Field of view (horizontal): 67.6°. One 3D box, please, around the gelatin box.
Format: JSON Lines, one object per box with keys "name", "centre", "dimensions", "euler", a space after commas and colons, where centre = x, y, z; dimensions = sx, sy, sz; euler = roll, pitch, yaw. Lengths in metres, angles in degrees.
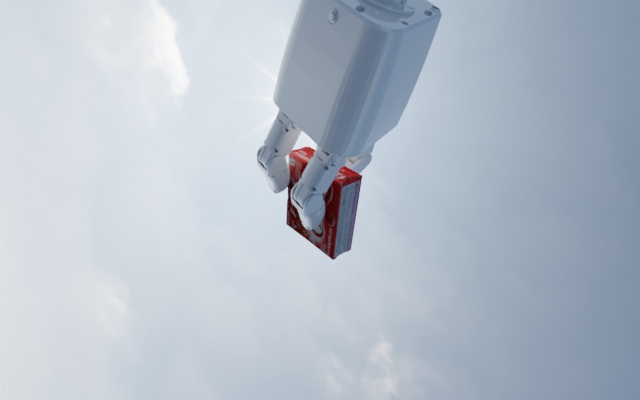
{"name": "gelatin box", "centre": [0.000, 0.002, 0.466], "dimensions": [0.030, 0.089, 0.073], "euler": [-24, 43, -36]}
